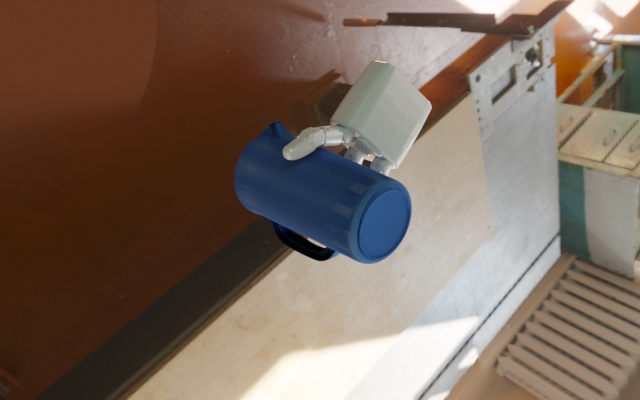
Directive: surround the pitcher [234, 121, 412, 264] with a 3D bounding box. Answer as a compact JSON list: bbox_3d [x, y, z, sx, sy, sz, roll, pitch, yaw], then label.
[{"bbox_3d":[0.000,0.002,0.650,0.242,0.145,0.149,26,-11,45],"label":"pitcher"}]
